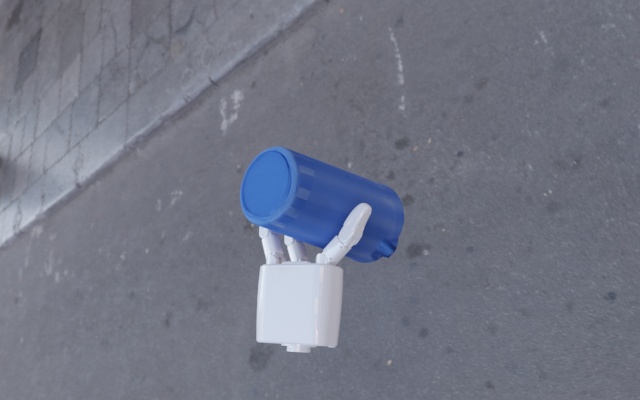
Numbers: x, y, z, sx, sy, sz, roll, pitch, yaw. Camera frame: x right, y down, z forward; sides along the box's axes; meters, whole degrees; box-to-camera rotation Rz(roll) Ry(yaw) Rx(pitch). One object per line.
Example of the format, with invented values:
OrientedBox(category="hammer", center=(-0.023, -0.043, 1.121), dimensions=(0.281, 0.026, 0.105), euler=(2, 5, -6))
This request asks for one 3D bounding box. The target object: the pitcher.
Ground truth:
OrientedBox(category="pitcher", center=(0.000, 0.002, 0.706), dimensions=(0.149, 0.145, 0.243), euler=(-7, -19, 40))
